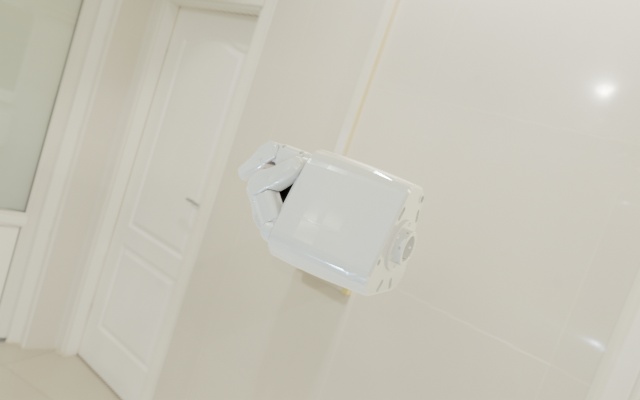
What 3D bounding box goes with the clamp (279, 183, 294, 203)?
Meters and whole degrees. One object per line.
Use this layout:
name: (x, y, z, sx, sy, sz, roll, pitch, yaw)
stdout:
clamp: (0.000, 0.001, 0.555, 0.120, 0.039, 0.171, 21, 6, 28)
